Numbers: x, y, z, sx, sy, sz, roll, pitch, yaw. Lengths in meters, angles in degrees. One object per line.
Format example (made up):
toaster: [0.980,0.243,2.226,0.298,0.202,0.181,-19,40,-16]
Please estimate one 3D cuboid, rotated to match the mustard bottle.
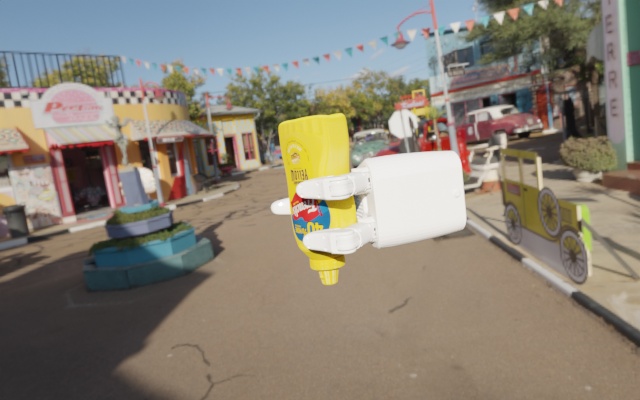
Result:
mustard bottle: [0.000,0.002,0.545,0.058,0.191,0.096,-12,9,-36]
